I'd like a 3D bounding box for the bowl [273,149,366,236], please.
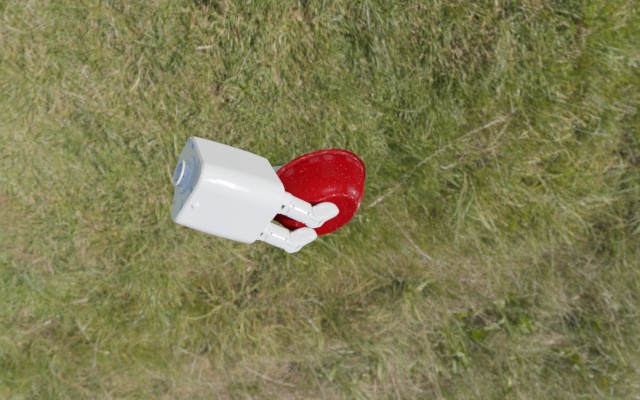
[{"bbox_3d":[0.001,0.003,0.683,0.162,0.055,0.162,-16,-35,-12],"label":"bowl"}]
